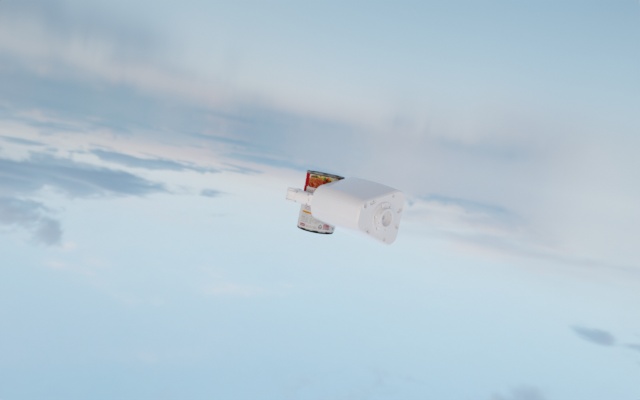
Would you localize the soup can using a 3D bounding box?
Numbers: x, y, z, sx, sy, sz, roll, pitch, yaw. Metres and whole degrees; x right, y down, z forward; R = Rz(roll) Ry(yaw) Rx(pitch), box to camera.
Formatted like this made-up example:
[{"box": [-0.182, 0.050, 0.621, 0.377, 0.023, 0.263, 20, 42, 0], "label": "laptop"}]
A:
[{"box": [0.000, 0.003, 0.838, 0.068, 0.102, 0.068, 11, 6, -1], "label": "soup can"}]
